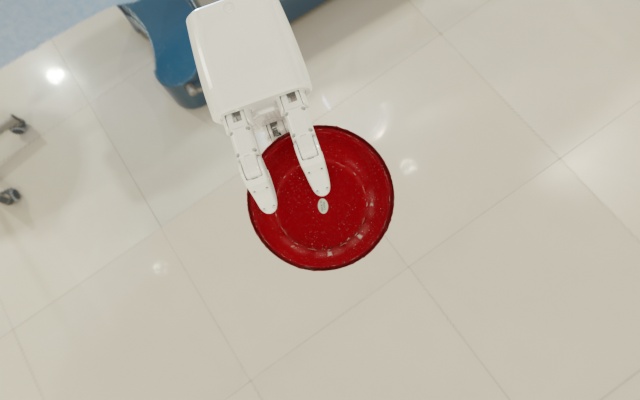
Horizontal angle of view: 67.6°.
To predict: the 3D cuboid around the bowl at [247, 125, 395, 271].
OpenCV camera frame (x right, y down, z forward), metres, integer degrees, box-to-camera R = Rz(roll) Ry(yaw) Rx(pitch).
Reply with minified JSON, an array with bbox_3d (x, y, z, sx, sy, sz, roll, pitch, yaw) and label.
[{"bbox_3d":[0.001,0.003,0.497,0.162,0.162,0.055,0,7,0],"label":"bowl"}]
